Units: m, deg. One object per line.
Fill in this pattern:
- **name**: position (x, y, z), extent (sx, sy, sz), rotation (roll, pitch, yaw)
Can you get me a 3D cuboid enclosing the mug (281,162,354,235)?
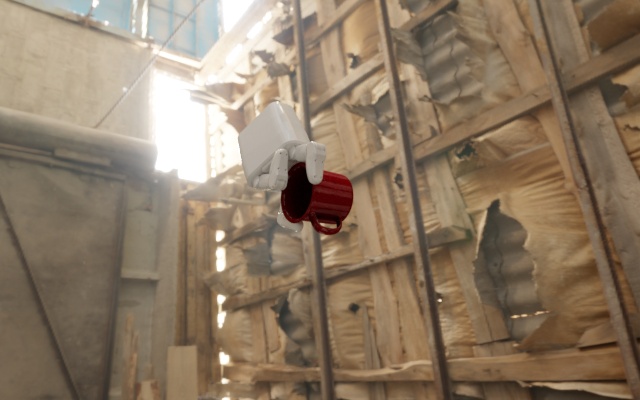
- **mug**: position (0.001, 0.003, 0.730), extent (0.081, 0.117, 0.093), rotation (9, -45, -35)
